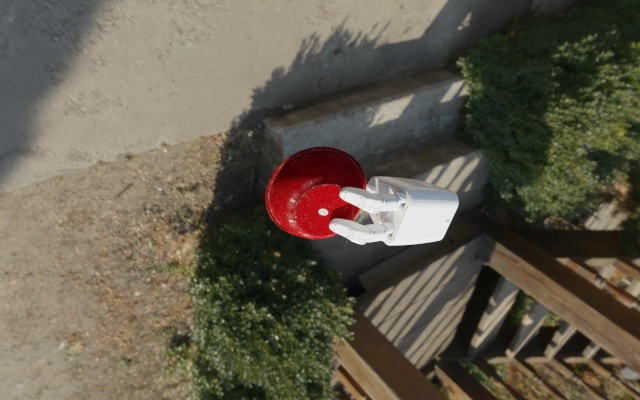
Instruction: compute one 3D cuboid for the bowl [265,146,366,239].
[{"bbox_3d":[-0.001,0.003,0.722,0.162,0.162,0.055,0,30,-15],"label":"bowl"}]
